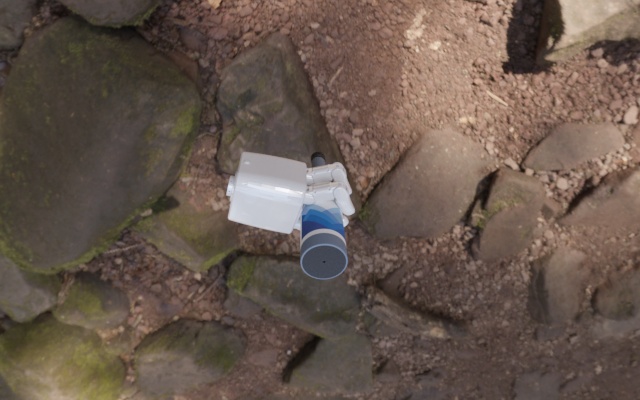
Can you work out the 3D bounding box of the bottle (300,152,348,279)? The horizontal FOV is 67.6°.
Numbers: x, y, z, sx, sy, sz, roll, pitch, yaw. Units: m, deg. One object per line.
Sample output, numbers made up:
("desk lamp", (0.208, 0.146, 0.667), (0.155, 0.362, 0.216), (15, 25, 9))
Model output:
("bottle", (0.000, 0.003, 0.784), (0.069, 0.069, 0.295), (0, 35, -2))
